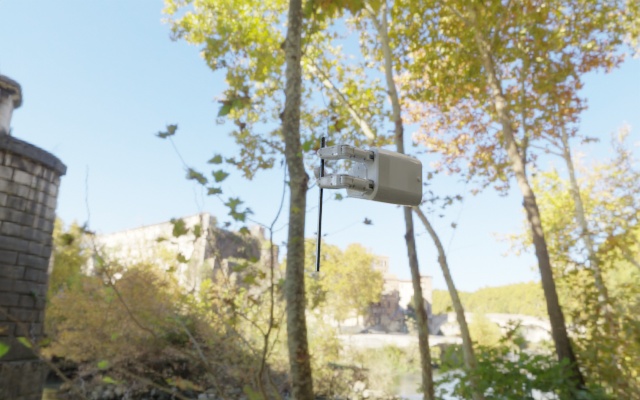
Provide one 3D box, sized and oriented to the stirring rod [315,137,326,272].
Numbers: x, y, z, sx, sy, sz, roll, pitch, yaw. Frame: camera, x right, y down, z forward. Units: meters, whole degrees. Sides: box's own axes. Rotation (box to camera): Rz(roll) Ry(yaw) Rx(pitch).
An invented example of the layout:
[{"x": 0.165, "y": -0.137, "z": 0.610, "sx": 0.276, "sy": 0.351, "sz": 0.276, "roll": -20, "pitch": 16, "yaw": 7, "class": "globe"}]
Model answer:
[{"x": 0.000, "y": 0.003, "z": 0.830, "sx": 0.011, "sy": 0.239, "sz": 0.011, "roll": 2, "pitch": -15, "yaw": 1, "class": "stirring rod"}]
